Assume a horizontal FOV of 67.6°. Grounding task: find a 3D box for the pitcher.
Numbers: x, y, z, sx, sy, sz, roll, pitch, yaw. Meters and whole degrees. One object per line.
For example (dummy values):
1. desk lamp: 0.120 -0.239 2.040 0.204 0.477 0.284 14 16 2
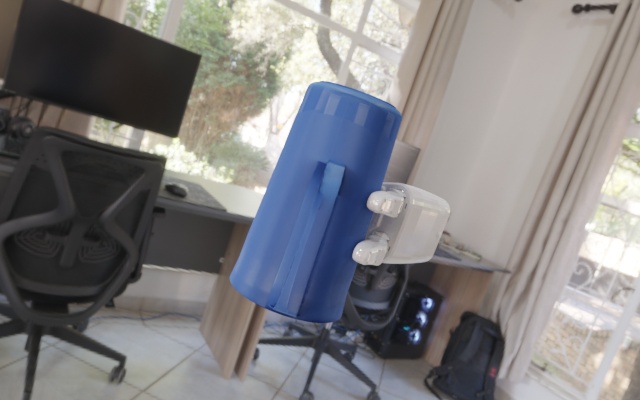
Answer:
1. pitcher: 0.000 0.002 0.517 0.145 0.243 0.149 12 10 -46
